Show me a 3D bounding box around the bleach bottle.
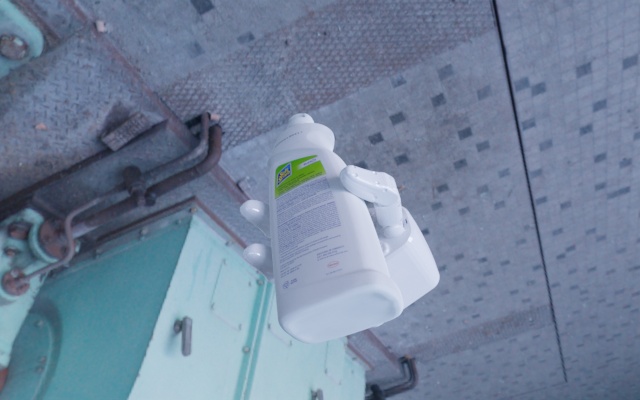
[{"bbox_3d":[0.000,0.002,0.459,0.102,0.250,0.068,-22,-43,14],"label":"bleach bottle"}]
